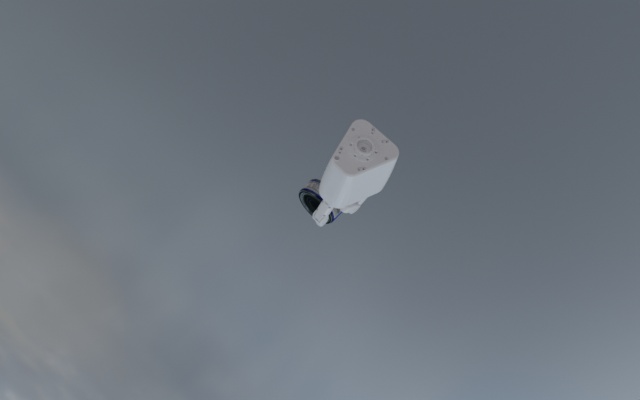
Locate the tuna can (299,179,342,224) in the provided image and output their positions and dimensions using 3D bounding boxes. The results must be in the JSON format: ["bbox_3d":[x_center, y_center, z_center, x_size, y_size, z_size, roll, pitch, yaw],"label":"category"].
[{"bbox_3d":[0.000,0.003,0.895,0.033,0.086,0.086,-45,21,-23],"label":"tuna can"}]
